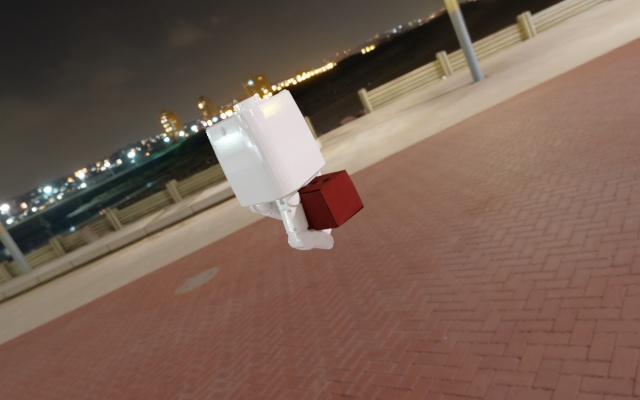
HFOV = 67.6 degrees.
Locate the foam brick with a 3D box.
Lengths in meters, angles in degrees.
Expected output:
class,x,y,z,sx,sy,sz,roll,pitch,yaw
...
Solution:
class,x,y,z,sx,sy,sz,roll,pitch,yaw
foam brick,0.000,0.002,0.570,0.078,0.051,0.053,-11,20,47
